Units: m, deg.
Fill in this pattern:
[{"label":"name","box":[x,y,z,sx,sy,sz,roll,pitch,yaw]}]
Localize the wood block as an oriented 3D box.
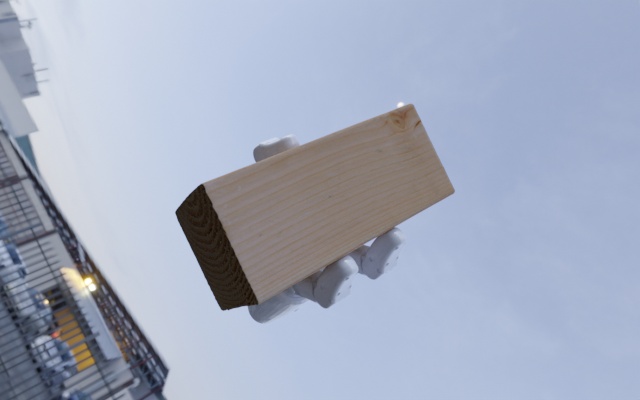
[{"label":"wood block","box":[0.000,0.001,0.401,0.206,0.091,0.090,-26,-1,-32]}]
